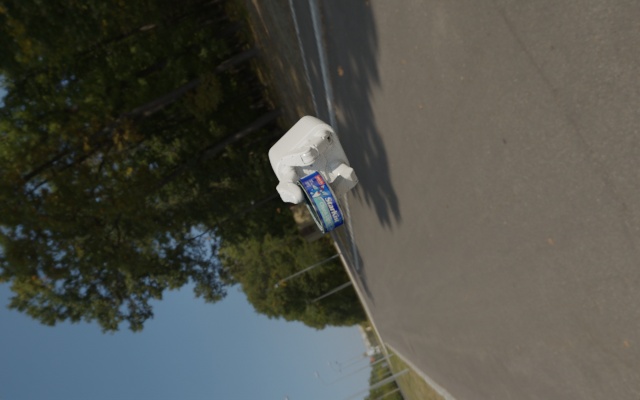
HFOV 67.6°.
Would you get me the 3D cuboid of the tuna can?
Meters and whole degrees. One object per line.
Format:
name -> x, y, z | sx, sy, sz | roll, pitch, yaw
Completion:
tuna can -> 0.000, 0.002, 0.672 | 0.034, 0.086, 0.086 | -27, 4, -7
